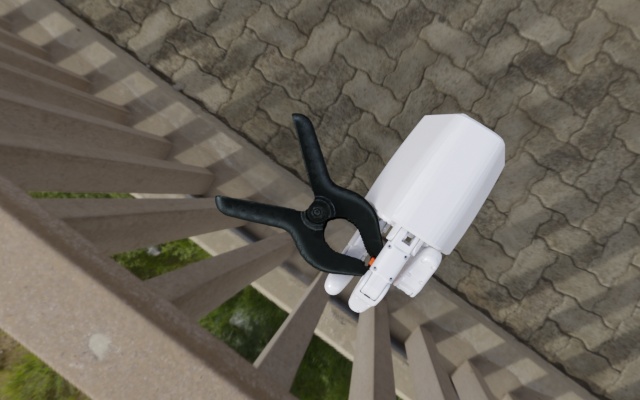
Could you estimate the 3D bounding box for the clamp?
[{"bbox_3d":[0.000,0.002,0.443,0.171,0.120,0.039,34,3,5],"label":"clamp"}]
